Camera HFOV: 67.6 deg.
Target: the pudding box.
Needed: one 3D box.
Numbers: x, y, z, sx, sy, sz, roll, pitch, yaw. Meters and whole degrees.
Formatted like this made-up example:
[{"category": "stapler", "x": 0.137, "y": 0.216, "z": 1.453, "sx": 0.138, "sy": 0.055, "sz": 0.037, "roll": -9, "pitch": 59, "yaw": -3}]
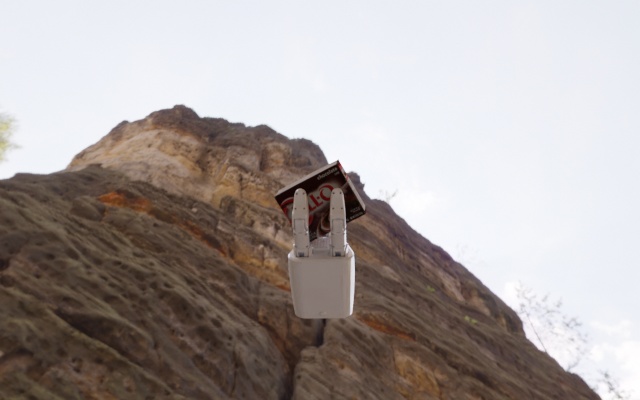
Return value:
[{"category": "pudding box", "x": 0.000, "y": 0.002, "z": 0.728, "sx": 0.113, "sy": 0.090, "sz": 0.039, "roll": -28, "pitch": 15, "yaw": 12}]
